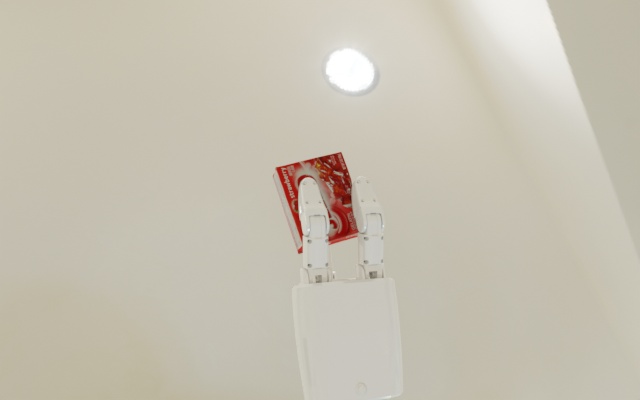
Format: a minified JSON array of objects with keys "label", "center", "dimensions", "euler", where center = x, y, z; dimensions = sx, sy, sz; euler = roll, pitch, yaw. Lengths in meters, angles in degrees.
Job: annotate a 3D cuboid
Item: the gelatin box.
[{"label":"gelatin box","center":[0.000,0.001,0.485],"dimensions":[0.073,0.089,0.030],"euler":[-15,-14,-18]}]
